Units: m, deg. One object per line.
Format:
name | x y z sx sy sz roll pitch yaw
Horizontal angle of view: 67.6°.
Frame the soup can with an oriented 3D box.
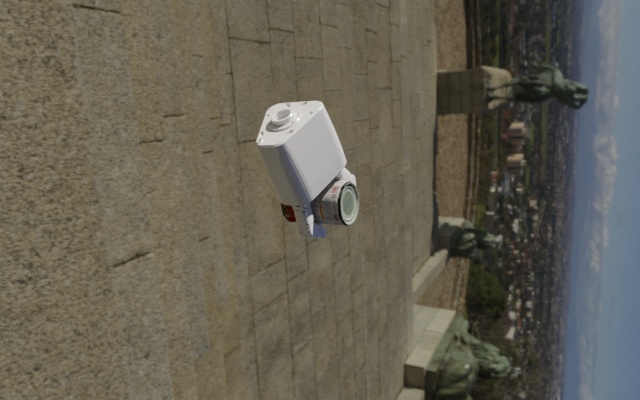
soup can | 0.000 0.003 0.734 0.102 0.068 0.068 2 1 29
